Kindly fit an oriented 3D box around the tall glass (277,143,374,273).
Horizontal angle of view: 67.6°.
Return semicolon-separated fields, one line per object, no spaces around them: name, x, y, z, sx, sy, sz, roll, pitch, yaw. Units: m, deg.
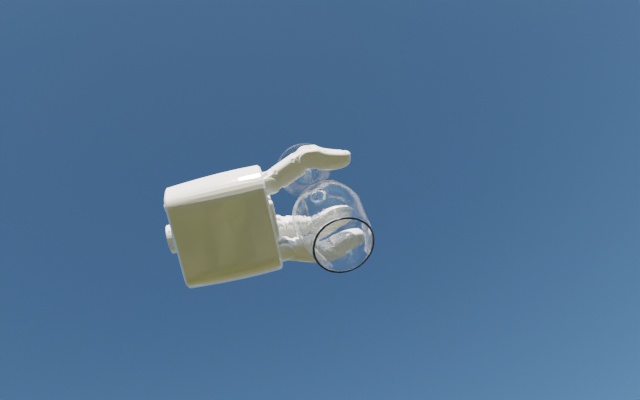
tall glass;0.000;0.001;0.541;0.079;0.079;0.201;0;25;-15
